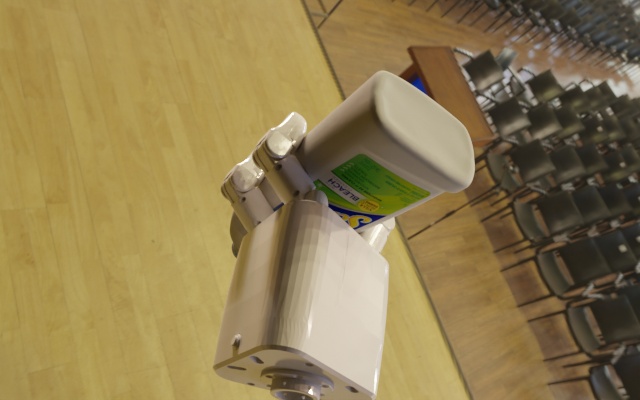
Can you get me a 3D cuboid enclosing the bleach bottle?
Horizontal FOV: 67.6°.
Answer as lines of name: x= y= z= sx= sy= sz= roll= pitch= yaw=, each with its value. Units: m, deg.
bleach bottle: x=0.000 y=0.001 z=0.412 sx=0.102 sy=0.068 sz=0.251 roll=29 pitch=-41 yaw=-23
